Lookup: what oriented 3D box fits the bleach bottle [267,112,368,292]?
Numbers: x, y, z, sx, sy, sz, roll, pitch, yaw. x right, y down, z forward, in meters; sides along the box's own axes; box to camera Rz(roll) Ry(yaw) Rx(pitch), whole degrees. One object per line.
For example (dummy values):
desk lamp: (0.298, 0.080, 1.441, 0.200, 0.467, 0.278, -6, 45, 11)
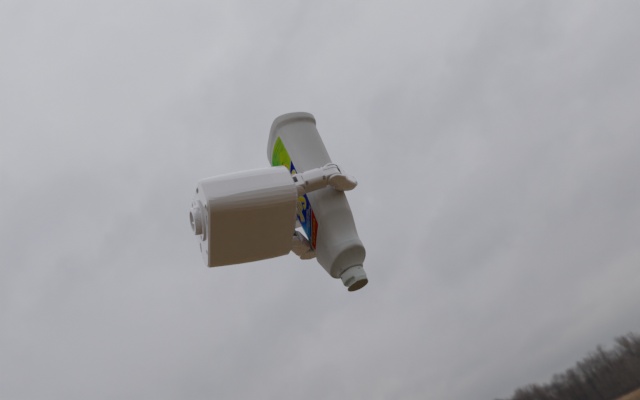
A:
bleach bottle: (0.000, 0.002, 0.638, 0.068, 0.250, 0.103, -11, -34, -24)
